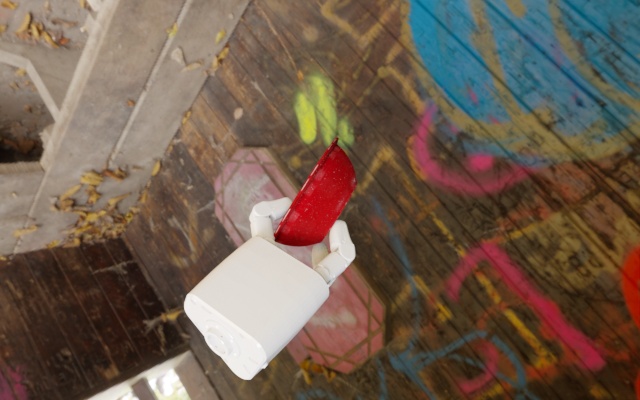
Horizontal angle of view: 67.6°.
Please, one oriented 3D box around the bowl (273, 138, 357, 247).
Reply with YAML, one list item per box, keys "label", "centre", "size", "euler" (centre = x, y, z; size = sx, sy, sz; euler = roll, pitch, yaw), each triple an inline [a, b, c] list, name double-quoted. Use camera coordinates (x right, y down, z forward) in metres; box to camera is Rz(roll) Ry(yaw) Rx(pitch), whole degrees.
- label: "bowl"
  centre: [0.001, 0.001, 0.611]
  size: [0.055, 0.162, 0.162]
  euler: [32, 0, 0]
